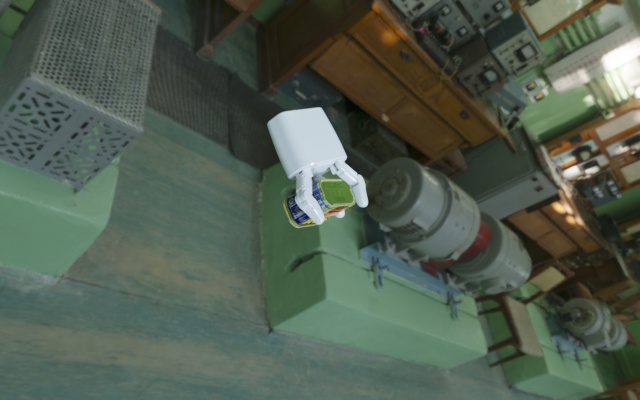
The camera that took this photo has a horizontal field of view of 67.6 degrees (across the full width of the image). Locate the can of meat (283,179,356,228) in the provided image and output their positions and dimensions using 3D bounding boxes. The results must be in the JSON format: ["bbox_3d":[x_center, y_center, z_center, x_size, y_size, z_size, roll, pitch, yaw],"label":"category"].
[{"bbox_3d":[0.000,0.003,0.835,0.084,0.057,0.102,-30,-15,32],"label":"can of meat"}]
